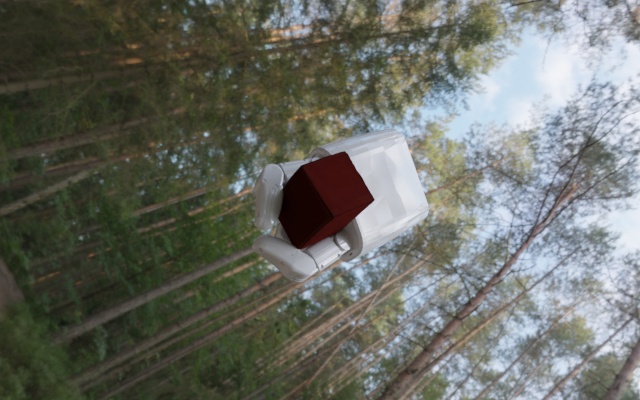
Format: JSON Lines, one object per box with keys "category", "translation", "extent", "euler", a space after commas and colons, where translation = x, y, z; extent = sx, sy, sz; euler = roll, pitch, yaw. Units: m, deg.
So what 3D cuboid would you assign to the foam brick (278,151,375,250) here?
{"category": "foam brick", "translation": [0.000, 0.001, 0.425], "extent": [0.051, 0.053, 0.078], "euler": [-21, -14, -34]}
